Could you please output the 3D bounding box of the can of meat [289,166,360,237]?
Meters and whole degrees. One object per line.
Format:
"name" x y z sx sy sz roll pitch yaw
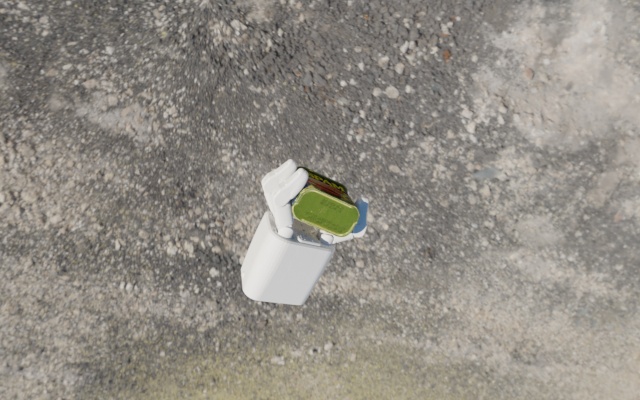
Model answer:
"can of meat" 0.000 0.002 0.691 0.102 0.057 0.084 24 16 -21
